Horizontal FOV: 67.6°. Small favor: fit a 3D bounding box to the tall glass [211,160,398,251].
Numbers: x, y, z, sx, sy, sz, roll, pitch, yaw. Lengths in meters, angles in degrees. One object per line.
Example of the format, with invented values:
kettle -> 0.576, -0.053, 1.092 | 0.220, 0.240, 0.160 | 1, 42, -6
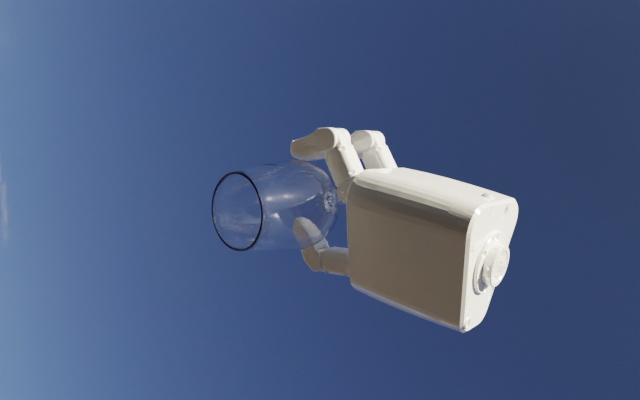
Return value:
tall glass -> 0.000, 0.001, 0.441 | 0.079, 0.079, 0.201 | 0, 4, 41
